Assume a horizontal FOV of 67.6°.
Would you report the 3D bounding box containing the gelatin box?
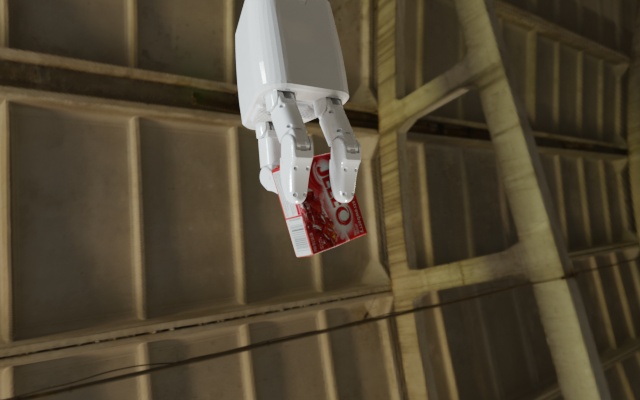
[{"bbox_3d":[0.000,0.002,0.461,0.073,0.089,0.030,-17,2,-39],"label":"gelatin box"}]
